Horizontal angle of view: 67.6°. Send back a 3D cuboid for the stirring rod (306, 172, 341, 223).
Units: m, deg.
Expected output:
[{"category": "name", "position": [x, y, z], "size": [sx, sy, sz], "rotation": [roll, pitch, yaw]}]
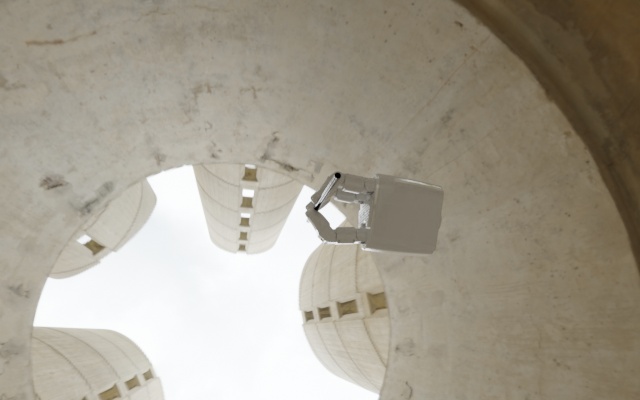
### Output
[{"category": "stirring rod", "position": [0.000, 0.002, 0.673], "size": [0.011, 0.011, 0.239], "rotation": [0, -15, -10]}]
